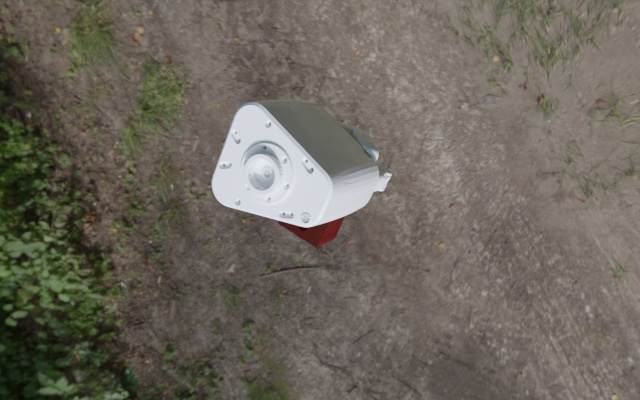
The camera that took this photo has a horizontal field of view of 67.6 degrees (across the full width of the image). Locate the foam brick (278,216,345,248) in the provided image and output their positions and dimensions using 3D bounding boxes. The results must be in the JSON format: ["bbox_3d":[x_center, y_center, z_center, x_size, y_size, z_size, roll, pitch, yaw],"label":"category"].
[{"bbox_3d":[0.000,0.002,0.509,0.053,0.078,0.051,31,20,17],"label":"foam brick"}]
